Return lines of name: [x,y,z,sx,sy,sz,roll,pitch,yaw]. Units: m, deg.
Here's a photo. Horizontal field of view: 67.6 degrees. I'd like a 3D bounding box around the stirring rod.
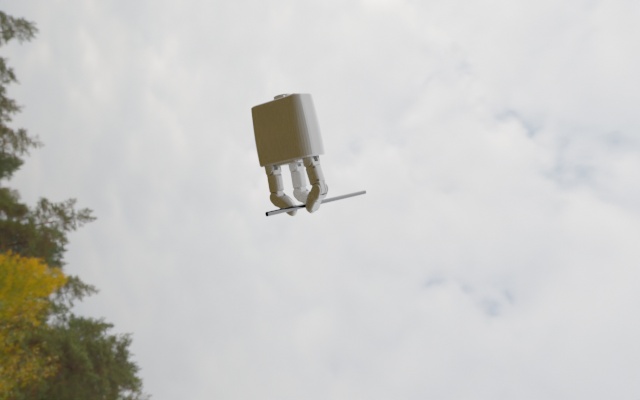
stirring rod: [0.000,0.003,0.839,0.239,0.011,0.011,-13,9,-43]
